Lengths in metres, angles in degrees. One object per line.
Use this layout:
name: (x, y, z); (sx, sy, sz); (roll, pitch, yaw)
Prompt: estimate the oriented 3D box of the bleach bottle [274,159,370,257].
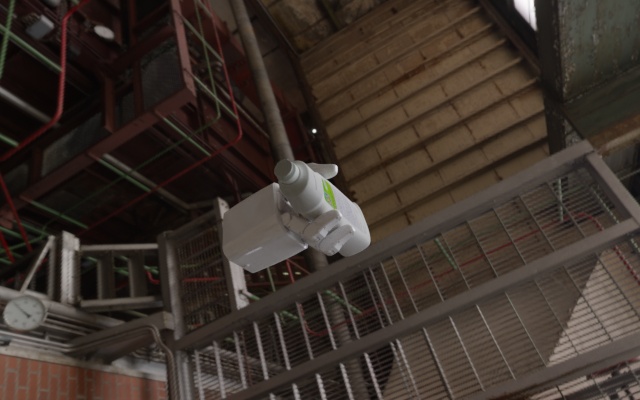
bleach bottle: (0.000, 0.003, 0.753); (0.068, 0.102, 0.251); (-28, -35, 12)
